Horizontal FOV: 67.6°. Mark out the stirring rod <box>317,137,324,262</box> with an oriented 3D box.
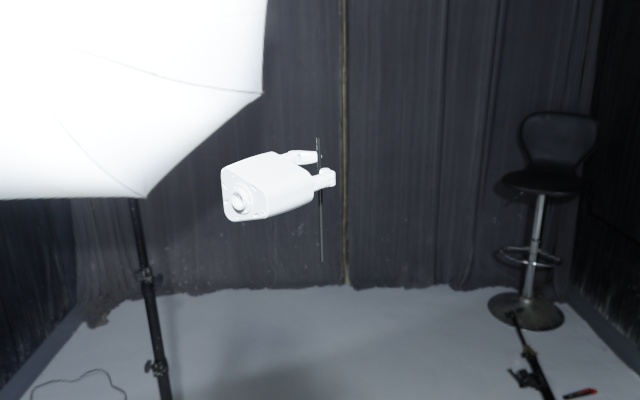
[{"bbox_3d":[0.000,0.003,0.882,0.011,0.240,0.011,-1,19,1],"label":"stirring rod"}]
